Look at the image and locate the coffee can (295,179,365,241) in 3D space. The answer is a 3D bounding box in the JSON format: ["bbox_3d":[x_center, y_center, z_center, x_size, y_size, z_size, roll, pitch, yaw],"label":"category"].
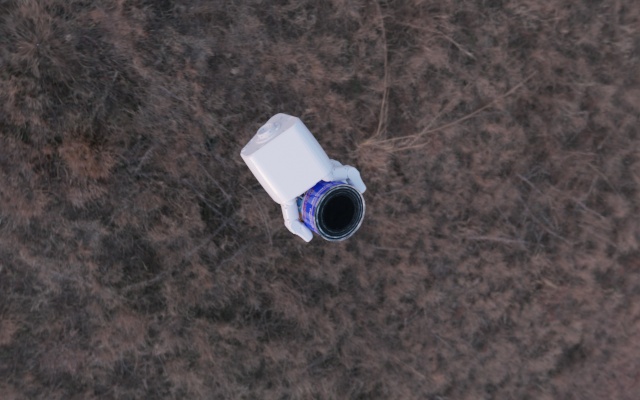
[{"bbox_3d":[0.000,0.003,0.867,0.103,0.103,0.140,0,16,-30],"label":"coffee can"}]
